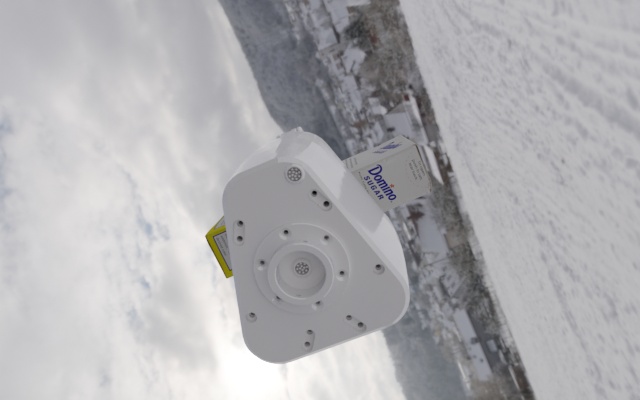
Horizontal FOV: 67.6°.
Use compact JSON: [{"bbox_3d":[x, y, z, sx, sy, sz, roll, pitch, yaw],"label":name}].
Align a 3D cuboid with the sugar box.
[{"bbox_3d":[0.000,0.002,0.403,0.176,0.048,0.093,-21,11,7],"label":"sugar box"}]
